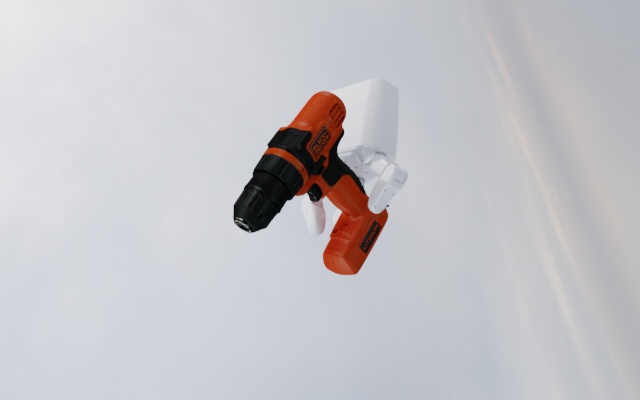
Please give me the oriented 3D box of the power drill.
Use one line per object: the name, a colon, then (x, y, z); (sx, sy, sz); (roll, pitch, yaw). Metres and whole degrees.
power drill: (0.000, 0.002, 0.534); (0.057, 0.184, 0.188); (10, -35, 40)
